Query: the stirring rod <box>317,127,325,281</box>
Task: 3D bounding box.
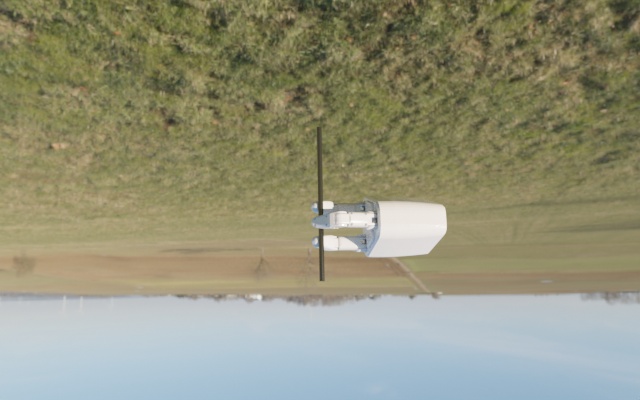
[{"bbox_3d":[0.000,0.002,0.734,0.011,0.239,0.011,-1,-10,0],"label":"stirring rod"}]
